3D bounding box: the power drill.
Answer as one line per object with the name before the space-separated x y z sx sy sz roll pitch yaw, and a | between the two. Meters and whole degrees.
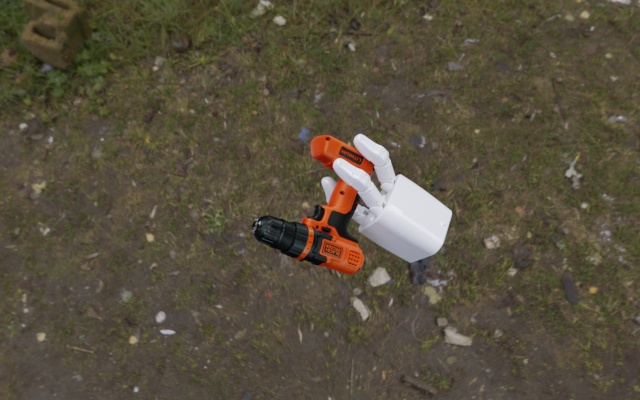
power drill | 0.000 0.002 0.715 0.184 0.187 0.057 24 -16 -29
